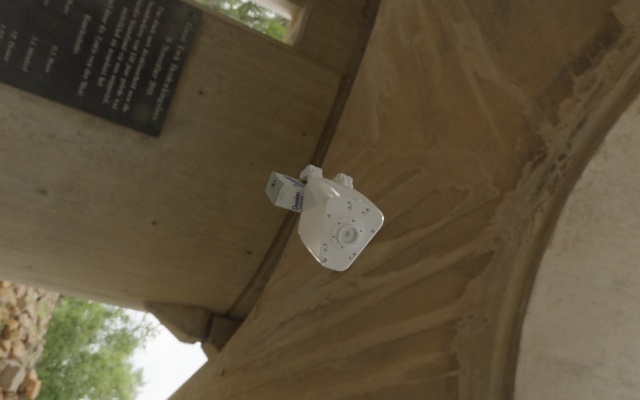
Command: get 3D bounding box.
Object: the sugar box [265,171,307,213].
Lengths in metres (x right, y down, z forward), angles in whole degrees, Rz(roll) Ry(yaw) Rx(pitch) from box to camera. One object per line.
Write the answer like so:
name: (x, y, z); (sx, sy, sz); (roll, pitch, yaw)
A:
sugar box: (0.000, 0.002, 0.811); (0.176, 0.048, 0.093); (20, 9, -20)
